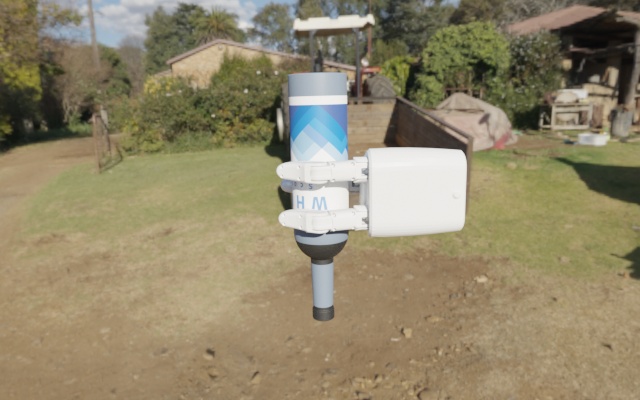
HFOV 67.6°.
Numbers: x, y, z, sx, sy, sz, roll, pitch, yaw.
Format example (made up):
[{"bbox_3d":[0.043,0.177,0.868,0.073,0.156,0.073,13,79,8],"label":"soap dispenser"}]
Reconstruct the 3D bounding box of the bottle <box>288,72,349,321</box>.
[{"bbox_3d":[0.000,0.002,0.568,0.069,0.296,0.069,-1,12,0],"label":"bottle"}]
